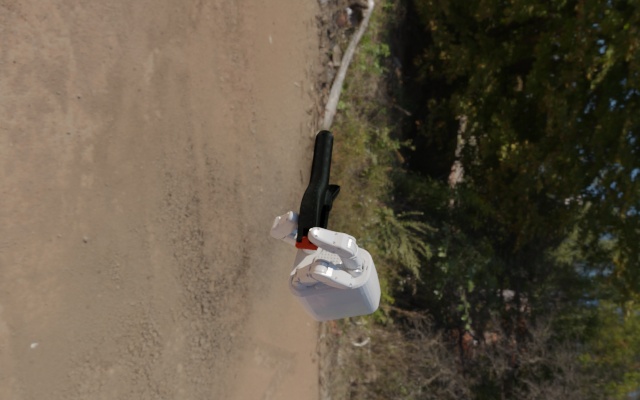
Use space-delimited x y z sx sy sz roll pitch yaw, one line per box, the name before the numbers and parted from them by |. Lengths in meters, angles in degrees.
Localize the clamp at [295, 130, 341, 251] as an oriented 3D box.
clamp | 0.001 0.002 0.658 0.039 0.171 0.120 2 -34 19
